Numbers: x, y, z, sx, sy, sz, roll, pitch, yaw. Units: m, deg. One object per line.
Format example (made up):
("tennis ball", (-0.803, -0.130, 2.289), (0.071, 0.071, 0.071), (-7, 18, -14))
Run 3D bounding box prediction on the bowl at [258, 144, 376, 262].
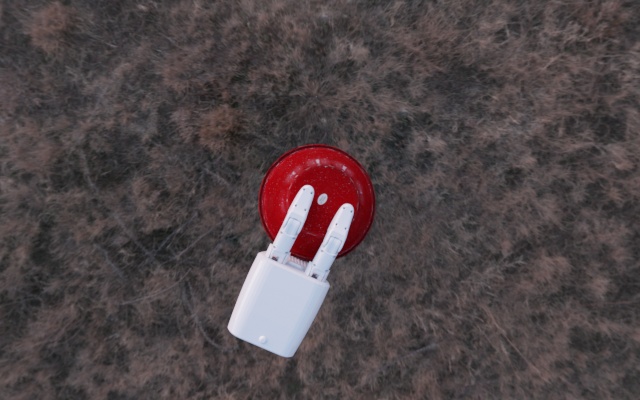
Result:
("bowl", (0.000, 0.001, 0.626), (0.162, 0.162, 0.055), (0, -3, -8))
